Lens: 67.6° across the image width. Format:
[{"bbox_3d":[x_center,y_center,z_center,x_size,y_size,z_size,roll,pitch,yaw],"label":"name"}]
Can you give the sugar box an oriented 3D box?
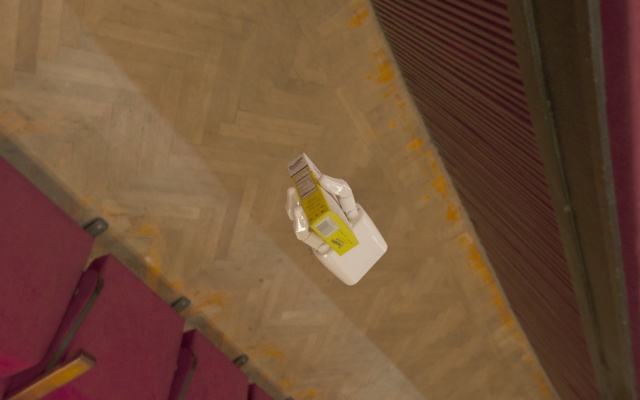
[{"bbox_3d":[0.000,0.003,0.802,0.048,0.093,0.176,-36,38,7],"label":"sugar box"}]
